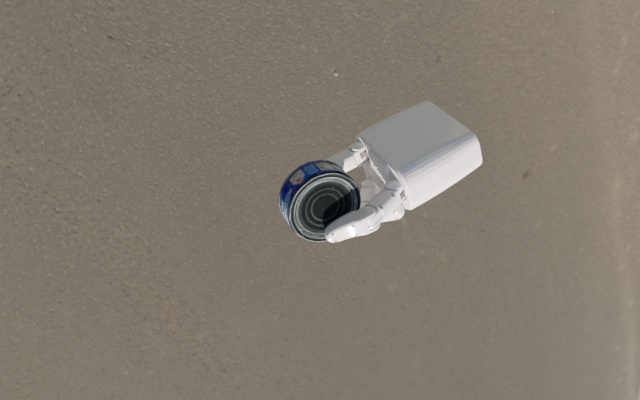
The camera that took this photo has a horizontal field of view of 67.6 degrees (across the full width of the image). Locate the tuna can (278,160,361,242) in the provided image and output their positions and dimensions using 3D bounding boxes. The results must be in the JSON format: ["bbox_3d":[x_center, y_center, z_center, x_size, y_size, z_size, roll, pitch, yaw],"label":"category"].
[{"bbox_3d":[0.000,0.002,0.519,0.086,0.086,0.033,0,26,-24],"label":"tuna can"}]
